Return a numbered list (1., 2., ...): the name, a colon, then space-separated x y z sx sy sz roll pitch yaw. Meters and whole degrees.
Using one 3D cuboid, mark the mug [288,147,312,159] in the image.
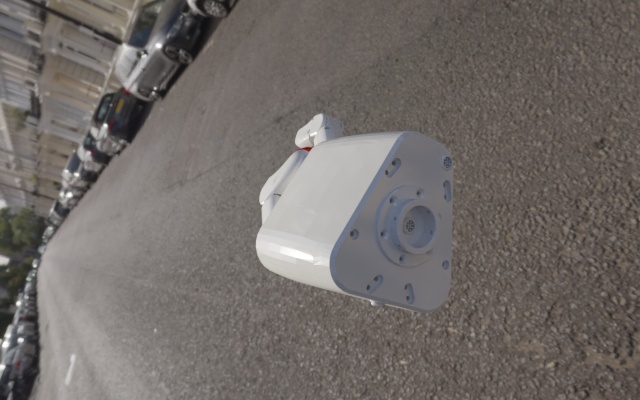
1. mug: -0.001 0.001 0.449 0.081 0.093 0.117 21 -9 -28
